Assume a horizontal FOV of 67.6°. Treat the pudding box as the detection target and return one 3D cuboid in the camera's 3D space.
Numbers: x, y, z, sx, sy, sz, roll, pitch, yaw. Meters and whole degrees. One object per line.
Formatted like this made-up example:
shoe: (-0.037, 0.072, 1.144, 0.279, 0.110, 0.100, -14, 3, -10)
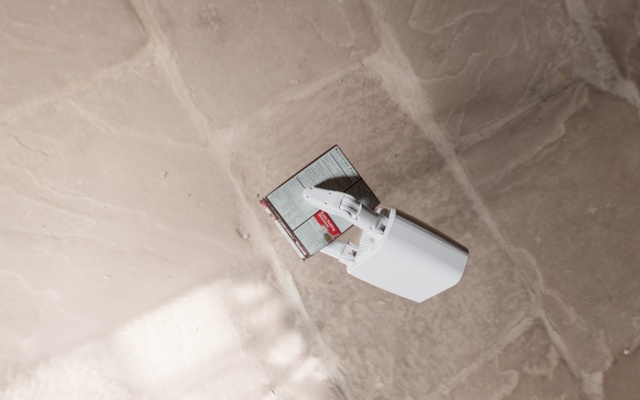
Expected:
pudding box: (0.000, 0.002, 0.559, 0.113, 0.090, 0.039, -37, 0, -19)
